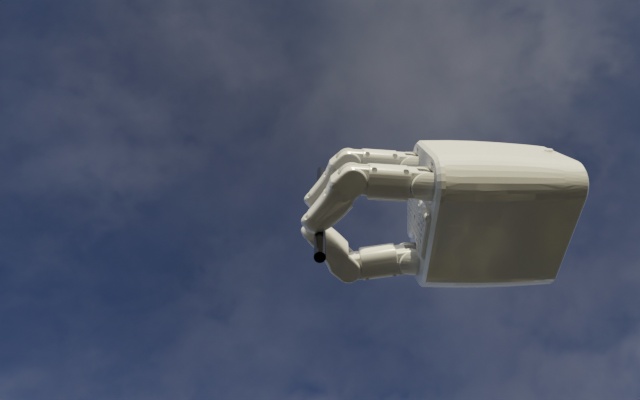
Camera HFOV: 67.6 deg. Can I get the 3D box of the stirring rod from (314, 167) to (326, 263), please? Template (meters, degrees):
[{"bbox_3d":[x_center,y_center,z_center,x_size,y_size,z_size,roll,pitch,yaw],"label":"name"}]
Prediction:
[{"bbox_3d":[0.000,0.001,0.424,0.011,0.011,0.239,0,17,0],"label":"stirring rod"}]
